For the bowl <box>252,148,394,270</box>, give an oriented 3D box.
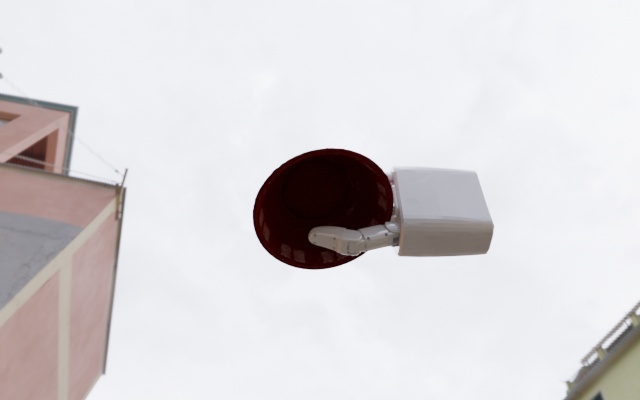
[{"bbox_3d":[-0.001,0.001,0.555,0.162,0.162,0.055,0,32,-13],"label":"bowl"}]
